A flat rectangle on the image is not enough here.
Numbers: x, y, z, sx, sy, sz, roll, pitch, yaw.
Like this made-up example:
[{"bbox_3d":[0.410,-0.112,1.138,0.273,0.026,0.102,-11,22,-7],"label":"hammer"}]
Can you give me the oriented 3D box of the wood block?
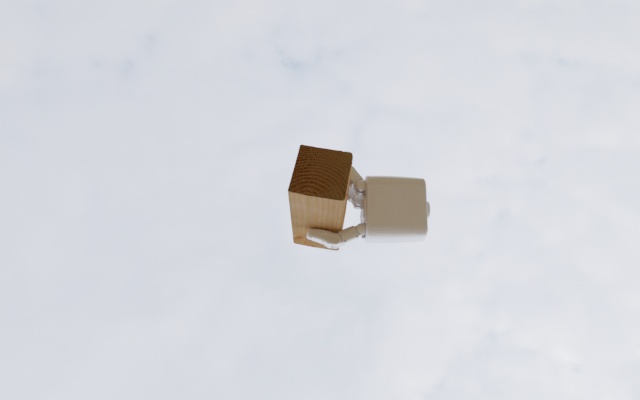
[{"bbox_3d":[0.000,0.003,0.830,0.090,0.090,0.206,10,-28,5],"label":"wood block"}]
